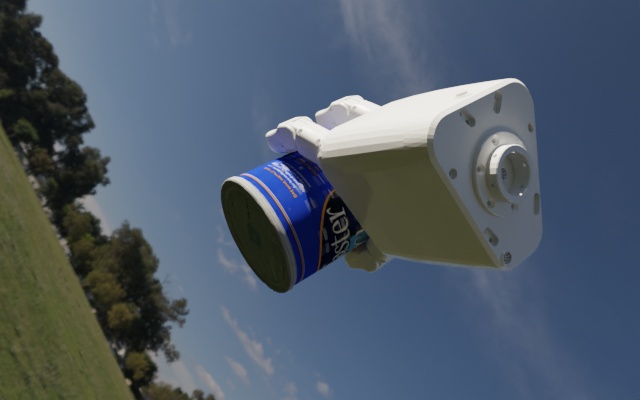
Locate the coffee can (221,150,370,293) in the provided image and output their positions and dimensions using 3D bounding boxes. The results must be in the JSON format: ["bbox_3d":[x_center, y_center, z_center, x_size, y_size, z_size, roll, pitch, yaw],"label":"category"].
[{"bbox_3d":[0.000,0.001,0.417,0.140,0.103,0.103,-28,14,-28],"label":"coffee can"}]
